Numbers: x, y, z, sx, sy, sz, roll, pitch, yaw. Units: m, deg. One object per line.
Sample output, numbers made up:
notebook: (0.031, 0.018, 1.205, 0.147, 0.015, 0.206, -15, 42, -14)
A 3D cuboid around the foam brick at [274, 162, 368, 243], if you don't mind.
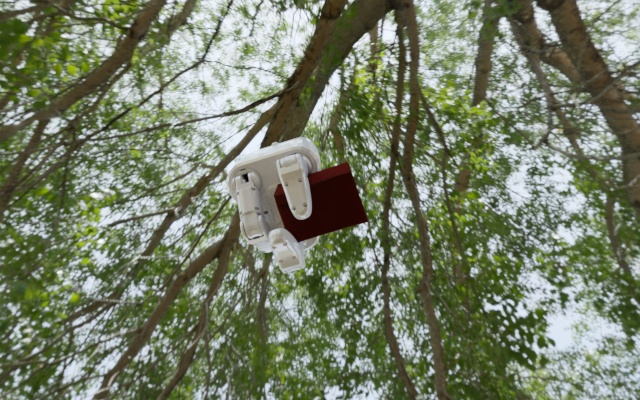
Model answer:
foam brick: (0.000, 0.002, 0.463, 0.078, 0.053, 0.051, -17, 14, 5)
